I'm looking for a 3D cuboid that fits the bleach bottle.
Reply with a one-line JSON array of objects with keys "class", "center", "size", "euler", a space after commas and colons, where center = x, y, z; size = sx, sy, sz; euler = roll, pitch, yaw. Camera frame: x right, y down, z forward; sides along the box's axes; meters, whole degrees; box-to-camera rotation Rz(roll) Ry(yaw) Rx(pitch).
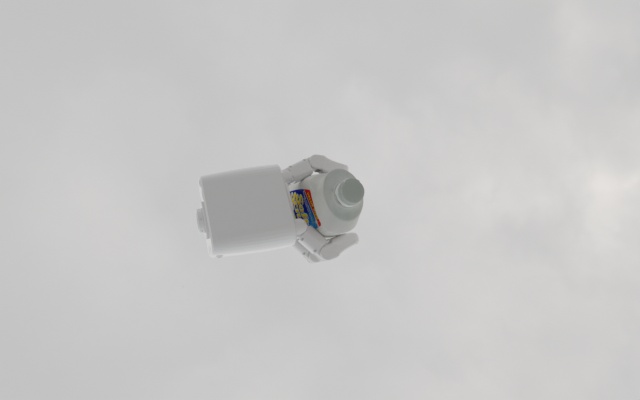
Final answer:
[{"class": "bleach bottle", "center": [0.000, 0.002, 0.653], "size": [0.068, 0.102, 0.251], "euler": [-9, -7, -18]}]
